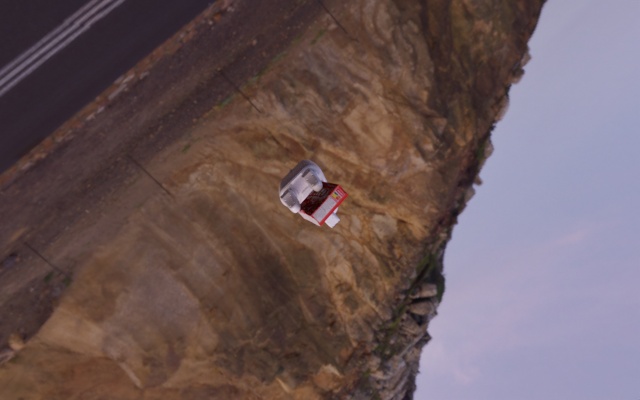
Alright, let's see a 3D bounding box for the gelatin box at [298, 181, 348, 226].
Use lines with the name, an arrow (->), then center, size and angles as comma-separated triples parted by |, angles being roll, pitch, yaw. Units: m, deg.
gelatin box -> 0.001, 0.003, 0.837 | 0.030, 0.073, 0.089 | 45, -9, -19
